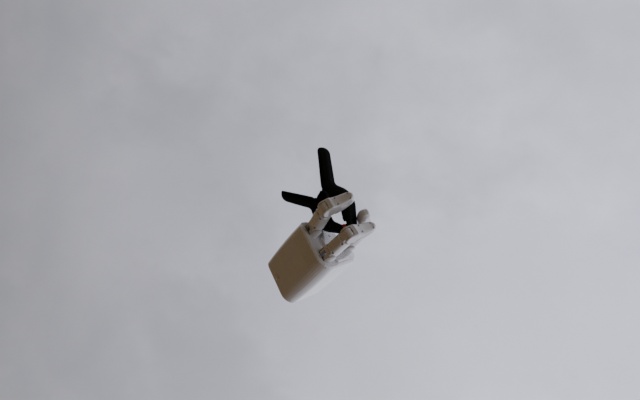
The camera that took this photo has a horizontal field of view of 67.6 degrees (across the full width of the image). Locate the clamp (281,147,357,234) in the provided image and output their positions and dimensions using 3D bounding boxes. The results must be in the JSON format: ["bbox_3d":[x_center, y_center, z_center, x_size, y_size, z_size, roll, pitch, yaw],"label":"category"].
[{"bbox_3d":[0.001,0.003,0.825,0.120,0.171,0.039,-45,-36,24],"label":"clamp"}]
